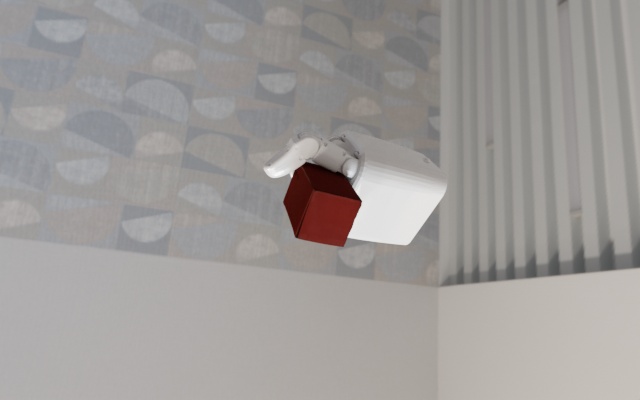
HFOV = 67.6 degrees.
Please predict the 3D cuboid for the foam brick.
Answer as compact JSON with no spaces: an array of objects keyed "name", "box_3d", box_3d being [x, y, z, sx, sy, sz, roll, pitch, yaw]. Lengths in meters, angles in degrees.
[{"name":"foam brick","box_3d":[0.000,0.002,0.470,0.051,0.053,0.078,14,22,-20]}]
